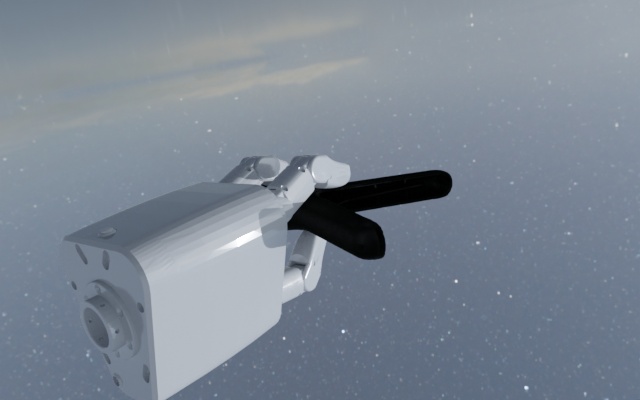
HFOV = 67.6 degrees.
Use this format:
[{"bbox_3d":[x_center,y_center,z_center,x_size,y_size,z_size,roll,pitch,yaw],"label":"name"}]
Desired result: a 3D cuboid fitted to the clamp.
[{"bbox_3d":[0.000,0.002,0.410,0.210,0.036,0.164,3,17,37],"label":"clamp"}]
